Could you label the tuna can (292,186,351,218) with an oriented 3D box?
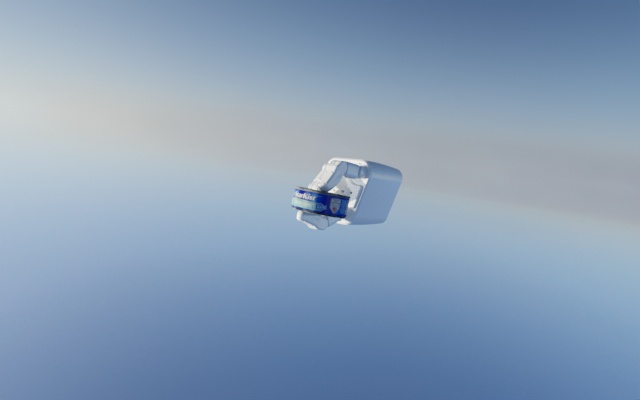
[{"bbox_3d":[0.000,0.003,0.717,0.086,0.034,0.086,11,2,0],"label":"tuna can"}]
